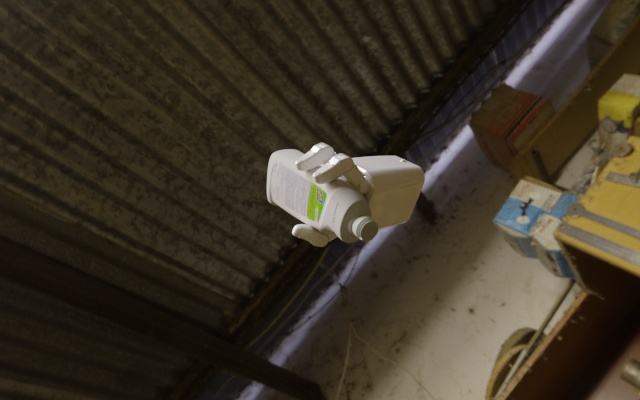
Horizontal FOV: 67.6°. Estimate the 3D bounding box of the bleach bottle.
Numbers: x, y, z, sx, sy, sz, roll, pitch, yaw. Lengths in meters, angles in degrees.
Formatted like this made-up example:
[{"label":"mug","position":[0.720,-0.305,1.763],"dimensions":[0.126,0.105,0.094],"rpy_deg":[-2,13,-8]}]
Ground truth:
[{"label":"bleach bottle","position":[0.000,0.002,0.714],"dimensions":[0.068,0.103,0.250],"rpy_deg":[-9,26,-29]}]
